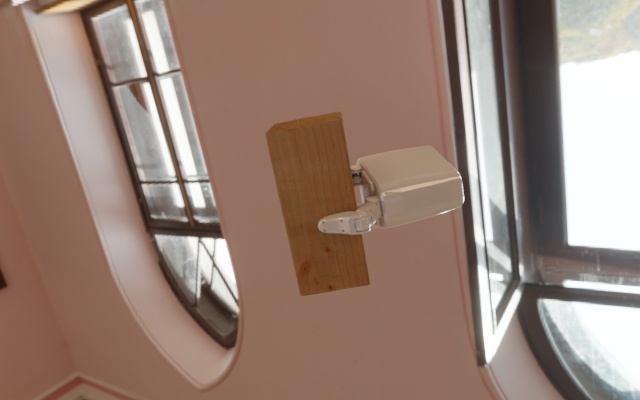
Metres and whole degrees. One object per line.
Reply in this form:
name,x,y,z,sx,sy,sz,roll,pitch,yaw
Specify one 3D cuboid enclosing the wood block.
wood block,0.001,0.002,0.602,0.090,0.206,0.090,-10,16,4
